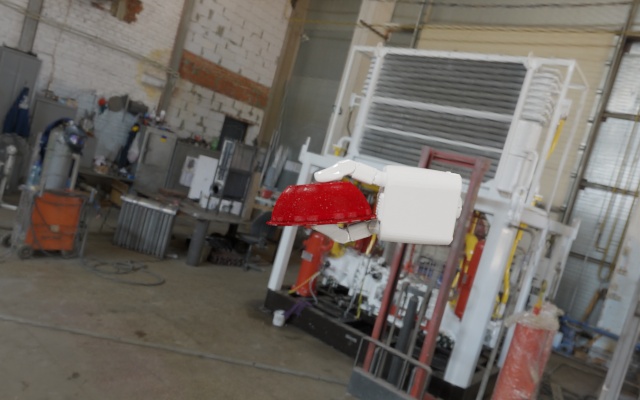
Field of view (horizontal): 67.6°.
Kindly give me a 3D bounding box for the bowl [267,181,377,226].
[{"bbox_3d":[-0.001,0.002,0.698,0.162,0.055,0.162,-4,2,0],"label":"bowl"}]
